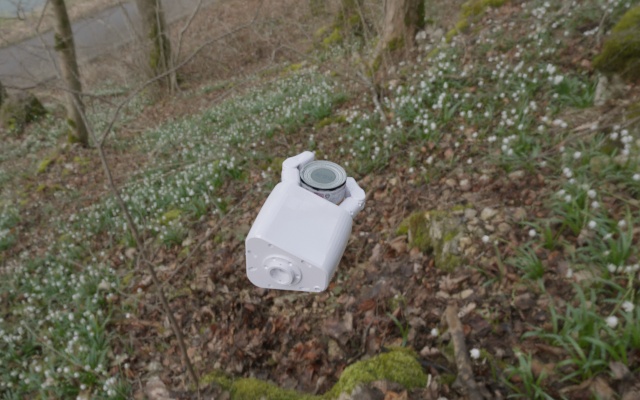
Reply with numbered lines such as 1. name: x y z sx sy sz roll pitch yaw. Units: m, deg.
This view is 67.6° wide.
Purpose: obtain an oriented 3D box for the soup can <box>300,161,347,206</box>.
1. soup can: 0.000 0.002 0.690 0.068 0.102 0.068 3 40 -3
